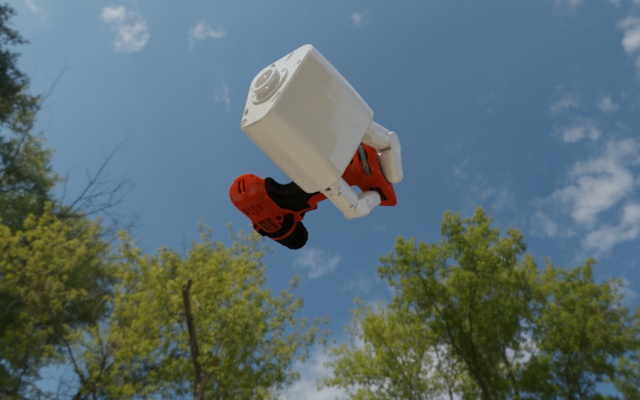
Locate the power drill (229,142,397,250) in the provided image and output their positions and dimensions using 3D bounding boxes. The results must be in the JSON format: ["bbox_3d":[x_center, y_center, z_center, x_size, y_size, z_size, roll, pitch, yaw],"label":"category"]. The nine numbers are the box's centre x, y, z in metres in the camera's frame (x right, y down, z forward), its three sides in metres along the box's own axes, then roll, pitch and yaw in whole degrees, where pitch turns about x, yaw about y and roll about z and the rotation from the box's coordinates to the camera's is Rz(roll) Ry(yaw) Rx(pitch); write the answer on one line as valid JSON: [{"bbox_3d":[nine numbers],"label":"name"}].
[{"bbox_3d":[0.000,0.002,0.625,0.187,0.057,0.184,-20,-29,12],"label":"power drill"}]
